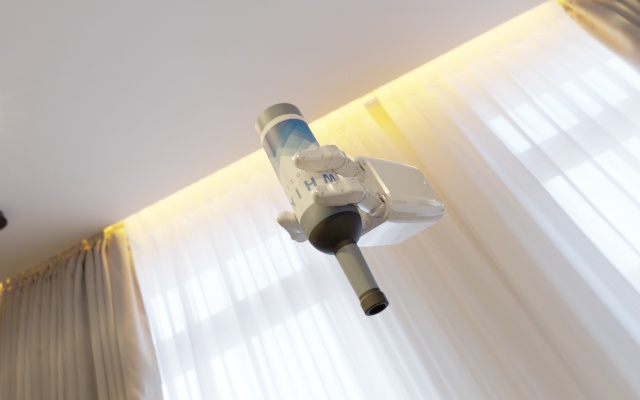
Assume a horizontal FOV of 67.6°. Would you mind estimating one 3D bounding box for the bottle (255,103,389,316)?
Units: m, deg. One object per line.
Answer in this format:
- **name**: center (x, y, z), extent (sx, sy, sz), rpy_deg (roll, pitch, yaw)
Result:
- **bottle**: center (0.000, 0.002, 0.561), extent (0.069, 0.295, 0.069), rpy_deg (-18, -36, -14)
